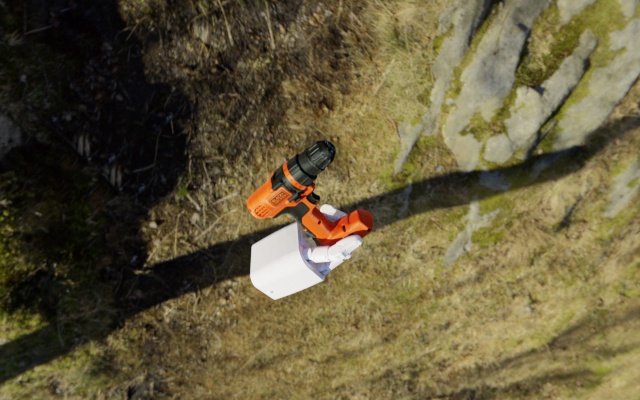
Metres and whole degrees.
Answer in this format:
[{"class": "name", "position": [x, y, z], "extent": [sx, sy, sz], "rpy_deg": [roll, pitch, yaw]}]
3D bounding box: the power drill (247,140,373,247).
[{"class": "power drill", "position": [0.000, 0.003, 0.795], "extent": [0.184, 0.057, 0.188], "rpy_deg": [-36, -61, 28]}]
